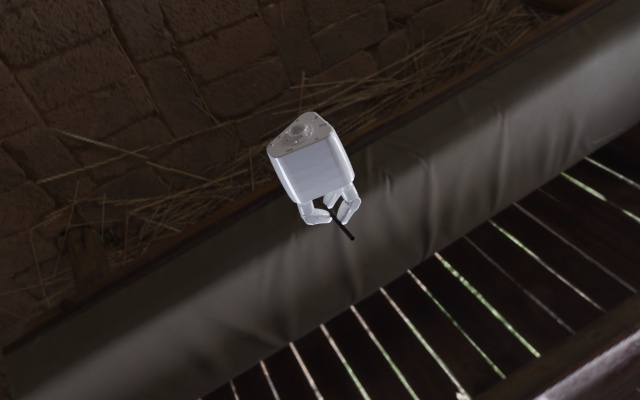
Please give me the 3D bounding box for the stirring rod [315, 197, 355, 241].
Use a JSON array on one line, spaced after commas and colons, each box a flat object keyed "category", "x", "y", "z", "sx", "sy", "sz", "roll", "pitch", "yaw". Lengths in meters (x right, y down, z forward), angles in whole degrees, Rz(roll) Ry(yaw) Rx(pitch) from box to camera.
[{"category": "stirring rod", "x": 0.000, "y": 0.003, "z": 0.895, "sx": 0.011, "sy": 0.011, "sz": 0.239, "roll": 0, "pitch": 31, "yaw": -32}]
